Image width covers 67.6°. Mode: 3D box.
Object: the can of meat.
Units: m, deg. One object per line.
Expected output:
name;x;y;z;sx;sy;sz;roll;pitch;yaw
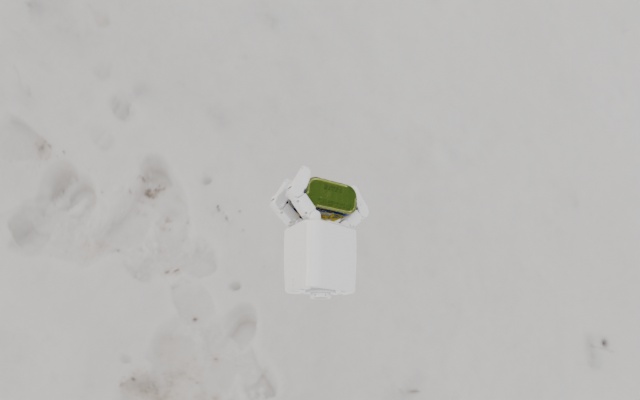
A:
can of meat;0.000;0.003;0.816;0.102;0.057;0.084;12;-21;-26
